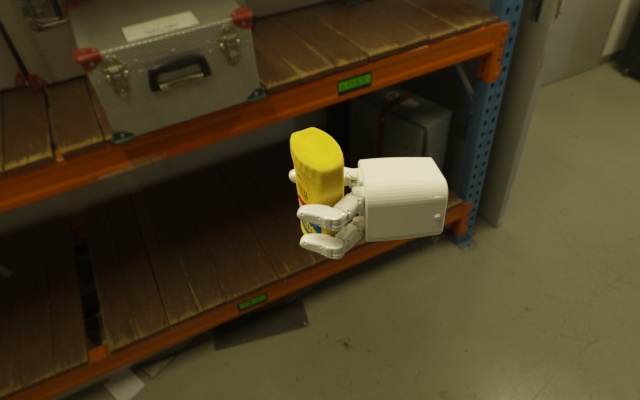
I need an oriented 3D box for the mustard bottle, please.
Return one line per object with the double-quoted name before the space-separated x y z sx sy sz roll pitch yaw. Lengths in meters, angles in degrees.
"mustard bottle" 0.000 0.002 0.658 0.058 0.192 0.096 -21 45 -17
